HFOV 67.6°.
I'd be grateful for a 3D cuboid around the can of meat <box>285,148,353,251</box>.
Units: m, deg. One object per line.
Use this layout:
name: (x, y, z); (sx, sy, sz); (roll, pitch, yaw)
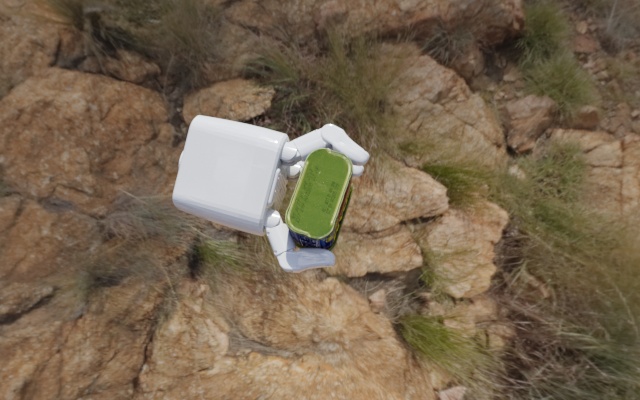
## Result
can of meat: (0.000, 0.002, 0.526); (0.057, 0.102, 0.084); (17, -14, 6)
